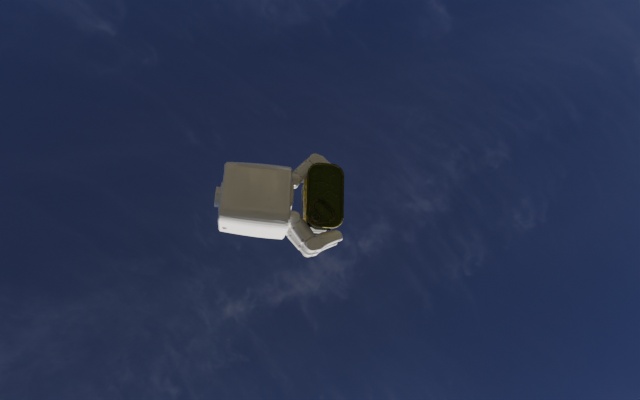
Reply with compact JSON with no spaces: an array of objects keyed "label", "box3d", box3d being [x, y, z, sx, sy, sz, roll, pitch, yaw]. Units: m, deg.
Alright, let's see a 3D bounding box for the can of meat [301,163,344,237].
[{"label":"can of meat","box3d":[0.000,0.002,0.757,0.057,0.102,0.084,4,-17,-10]}]
